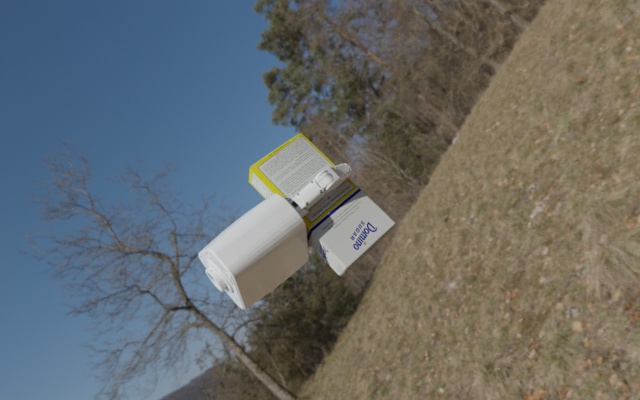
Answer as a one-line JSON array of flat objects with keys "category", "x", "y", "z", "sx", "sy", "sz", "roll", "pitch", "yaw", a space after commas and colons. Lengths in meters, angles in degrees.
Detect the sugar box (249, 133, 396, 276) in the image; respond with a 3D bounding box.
[{"category": "sugar box", "x": 0.000, "y": 0.002, "z": 0.612, "sx": 0.093, "sy": 0.176, "sz": 0.048, "roll": -38, "pitch": -12, "yaw": -24}]
